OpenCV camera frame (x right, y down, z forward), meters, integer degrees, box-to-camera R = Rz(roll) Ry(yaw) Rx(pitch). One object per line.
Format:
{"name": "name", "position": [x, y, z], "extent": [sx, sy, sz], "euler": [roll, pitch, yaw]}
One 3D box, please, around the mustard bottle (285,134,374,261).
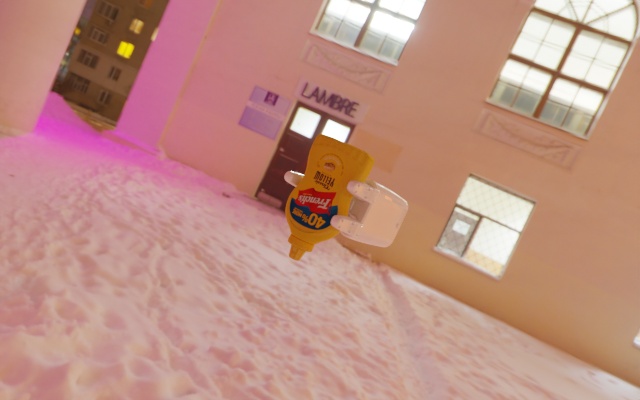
{"name": "mustard bottle", "position": [0.000, 0.002, 0.725], "extent": [0.096, 0.191, 0.058], "euler": [26, 3, 22]}
